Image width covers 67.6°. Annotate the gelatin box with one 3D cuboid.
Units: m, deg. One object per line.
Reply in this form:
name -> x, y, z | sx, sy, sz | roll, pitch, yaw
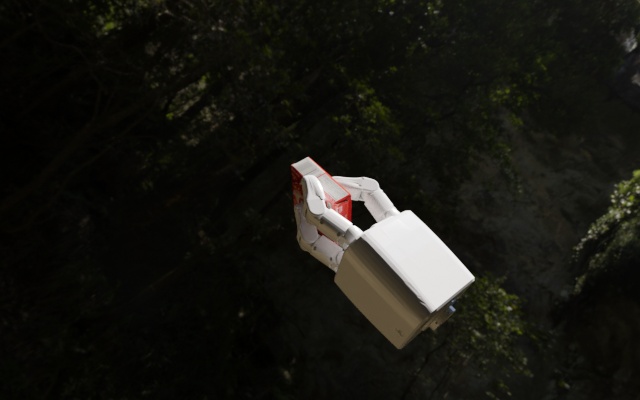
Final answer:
gelatin box -> 0.000, 0.001, 0.579 | 0.030, 0.073, 0.089 | -28, 51, -24
